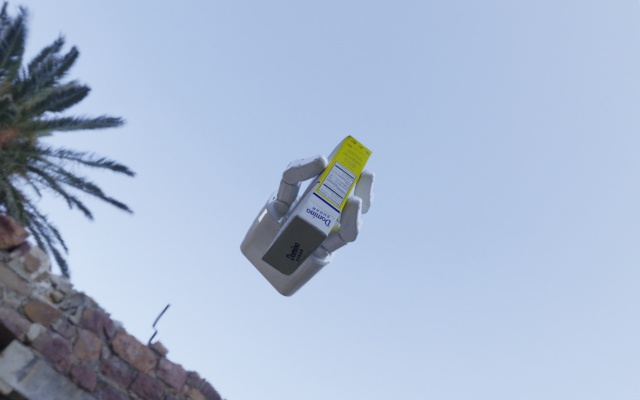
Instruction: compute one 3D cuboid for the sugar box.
[{"bbox_3d":[0.001,0.002,0.571,0.048,0.176,0.093,35,-48,-6],"label":"sugar box"}]
